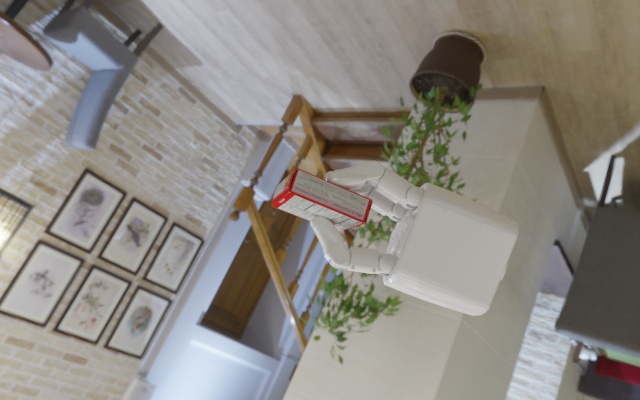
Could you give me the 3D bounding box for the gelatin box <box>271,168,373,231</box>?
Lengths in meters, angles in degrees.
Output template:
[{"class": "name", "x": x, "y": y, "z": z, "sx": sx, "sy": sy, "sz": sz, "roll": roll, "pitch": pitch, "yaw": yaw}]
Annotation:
[{"class": "gelatin box", "x": 0.000, "y": 0.002, "z": 0.508, "sx": 0.089, "sy": 0.030, "sz": 0.073, "roll": 21, "pitch": -17, "yaw": -14}]
